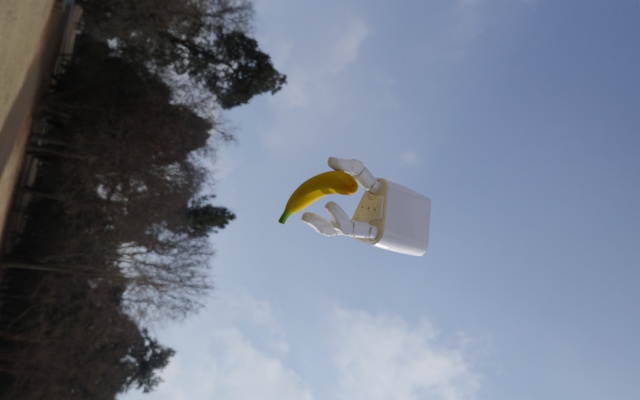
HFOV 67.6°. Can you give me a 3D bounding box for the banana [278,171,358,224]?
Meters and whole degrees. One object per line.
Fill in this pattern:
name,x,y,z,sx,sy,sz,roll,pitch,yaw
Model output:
banana,0.000,-0.013,0.771,0.037,0.069,0.198,24,-30,-29
